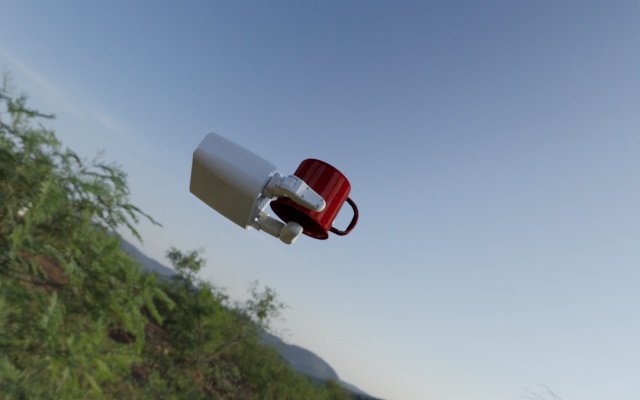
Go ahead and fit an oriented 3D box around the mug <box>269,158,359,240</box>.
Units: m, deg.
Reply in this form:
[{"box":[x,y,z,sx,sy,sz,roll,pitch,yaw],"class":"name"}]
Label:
[{"box":[0.001,0.003,0.661,0.117,0.081,0.093,31,-20,1],"class":"mug"}]
